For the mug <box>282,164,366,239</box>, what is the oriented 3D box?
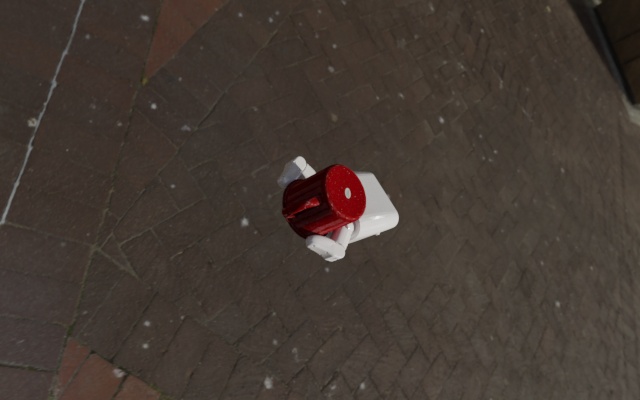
[{"bbox_3d":[-0.001,0.002,0.646,0.117,0.093,0.081,-9,-12,-46],"label":"mug"}]
